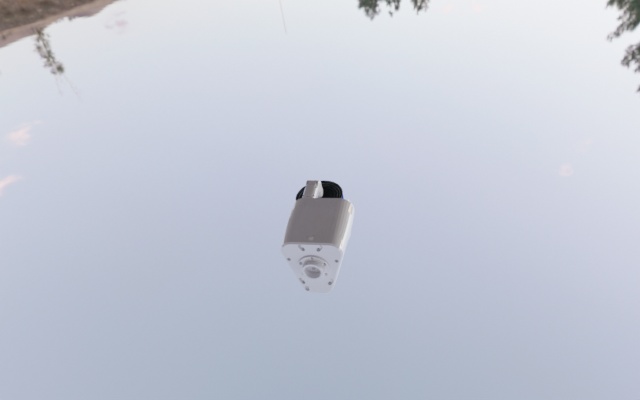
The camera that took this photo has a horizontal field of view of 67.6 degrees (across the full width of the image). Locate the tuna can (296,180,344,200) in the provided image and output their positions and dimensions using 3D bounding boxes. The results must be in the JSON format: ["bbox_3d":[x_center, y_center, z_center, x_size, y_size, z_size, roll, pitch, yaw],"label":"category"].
[{"bbox_3d":[0.000,0.003,0.860,0.086,0.034,0.086,-8,38,6],"label":"tuna can"}]
